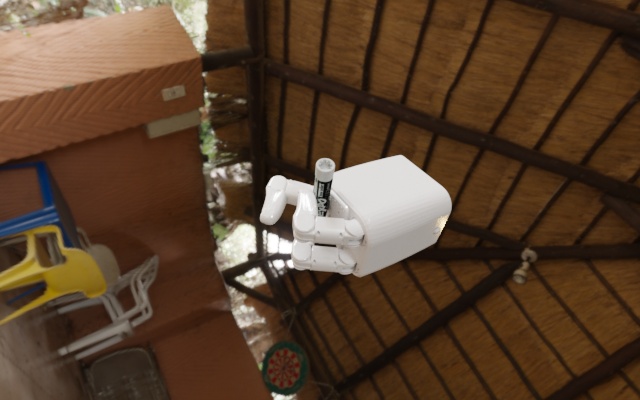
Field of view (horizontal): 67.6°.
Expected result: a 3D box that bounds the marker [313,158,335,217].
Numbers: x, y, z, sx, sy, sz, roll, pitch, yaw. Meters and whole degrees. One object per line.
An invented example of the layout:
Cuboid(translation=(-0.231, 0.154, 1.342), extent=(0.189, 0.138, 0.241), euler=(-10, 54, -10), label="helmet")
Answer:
Cuboid(translation=(0.000, 0.002, 0.513), extent=(0.020, 0.020, 0.121), euler=(0, -37, -6), label="marker")
